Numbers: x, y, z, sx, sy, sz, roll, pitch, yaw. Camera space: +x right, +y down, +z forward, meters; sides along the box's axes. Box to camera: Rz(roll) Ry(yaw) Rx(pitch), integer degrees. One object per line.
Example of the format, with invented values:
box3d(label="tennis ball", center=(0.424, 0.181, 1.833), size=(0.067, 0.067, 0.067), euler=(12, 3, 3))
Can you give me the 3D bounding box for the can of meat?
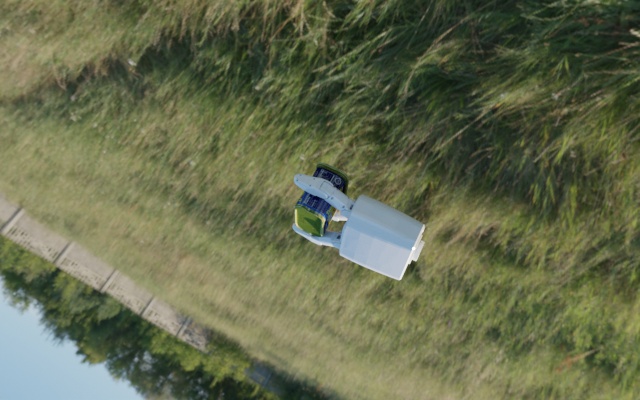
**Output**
box3d(label="can of meat", center=(0.000, 0.003, 0.761), size=(0.057, 0.084, 0.102), euler=(25, -23, 10))
